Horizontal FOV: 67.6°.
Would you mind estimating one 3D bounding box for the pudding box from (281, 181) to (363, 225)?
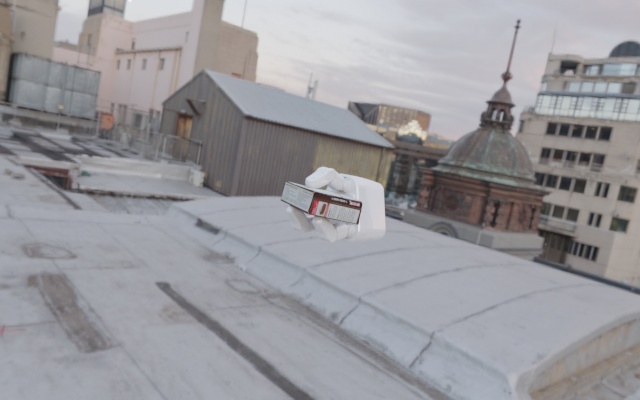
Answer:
[{"bbox_3d":[0.000,0.002,0.749,0.090,0.039,0.113,12,3,-27],"label":"pudding box"}]
